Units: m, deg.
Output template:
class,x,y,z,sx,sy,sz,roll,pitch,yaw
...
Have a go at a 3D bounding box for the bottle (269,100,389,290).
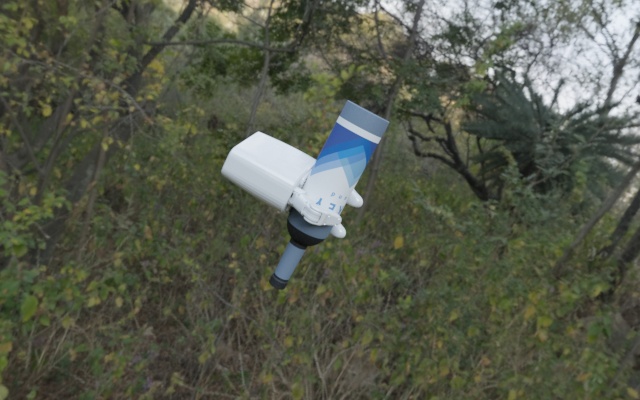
class,x,y,z,sx,sy,sz,roll,pitch,yaw
bottle,0.000,0.002,0.698,0.069,0.296,0.069,26,13,-7
